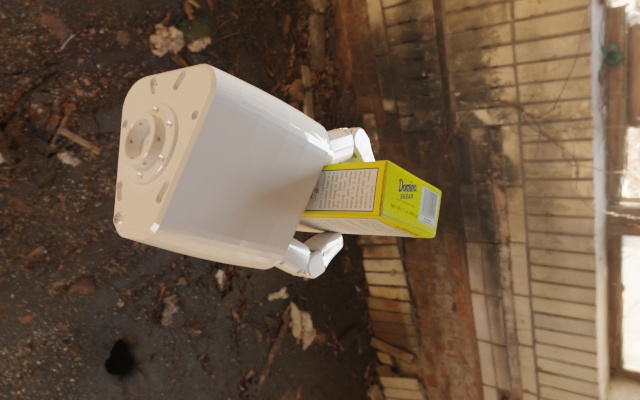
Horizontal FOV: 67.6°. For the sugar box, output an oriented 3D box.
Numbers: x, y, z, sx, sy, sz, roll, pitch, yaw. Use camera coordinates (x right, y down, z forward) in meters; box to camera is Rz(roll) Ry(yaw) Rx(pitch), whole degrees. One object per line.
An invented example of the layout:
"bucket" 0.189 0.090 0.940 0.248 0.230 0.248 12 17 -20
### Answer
"sugar box" 0.000 0.001 0.402 0.176 0.048 0.093 3 -12 38
